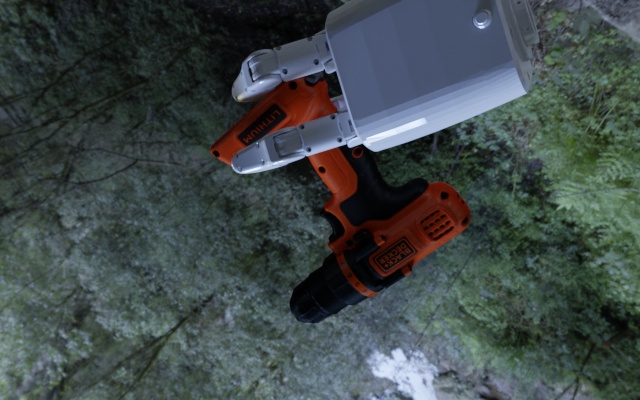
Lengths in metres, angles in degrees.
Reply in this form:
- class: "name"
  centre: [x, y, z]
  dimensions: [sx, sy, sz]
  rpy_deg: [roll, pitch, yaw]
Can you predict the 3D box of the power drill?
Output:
- class: "power drill"
  centre: [0.000, 0.001, 0.401]
  dimensions: [0.184, 0.188, 0.057]
  rpy_deg: [-38, 12, 19]
